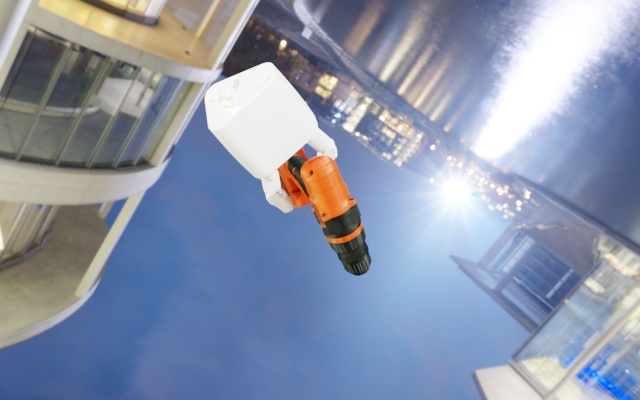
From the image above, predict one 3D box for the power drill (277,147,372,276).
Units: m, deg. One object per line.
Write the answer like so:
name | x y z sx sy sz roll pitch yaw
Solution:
power drill | 0.000 0.002 0.681 0.057 0.184 0.187 -29 29 -13
